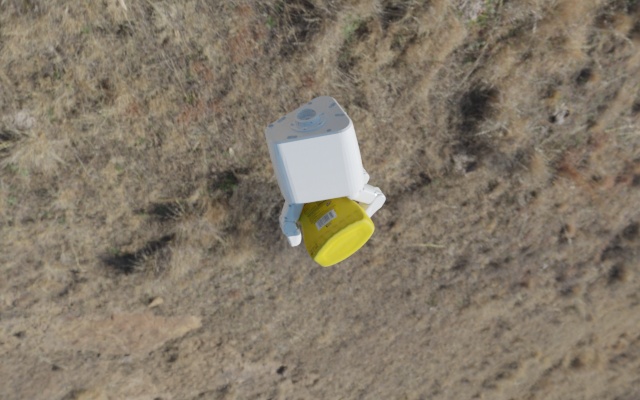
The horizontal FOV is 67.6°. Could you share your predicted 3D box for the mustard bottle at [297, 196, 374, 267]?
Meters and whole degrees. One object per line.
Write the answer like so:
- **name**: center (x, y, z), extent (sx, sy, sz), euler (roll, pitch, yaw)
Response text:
- **mustard bottle**: center (0.000, 0.003, 0.714), extent (0.058, 0.096, 0.191), euler (42, 13, -43)
